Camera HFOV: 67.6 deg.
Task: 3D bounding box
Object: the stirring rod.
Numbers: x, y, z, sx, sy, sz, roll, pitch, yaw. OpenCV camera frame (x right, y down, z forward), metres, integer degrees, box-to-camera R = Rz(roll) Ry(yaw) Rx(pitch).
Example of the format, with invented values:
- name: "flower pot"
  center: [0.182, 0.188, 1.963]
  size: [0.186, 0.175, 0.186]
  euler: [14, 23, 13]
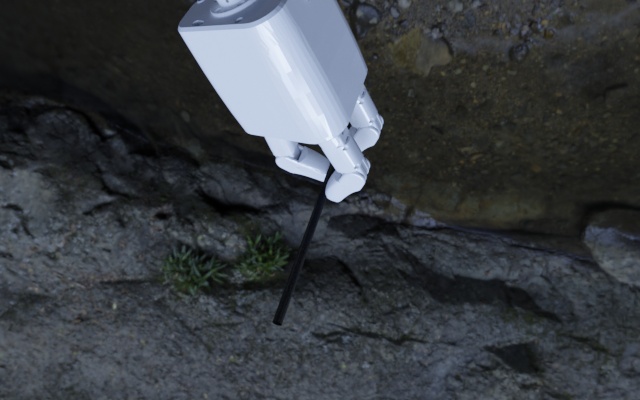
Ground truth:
- name: "stirring rod"
  center: [0.000, 0.001, 0.439]
  size: [0.011, 0.239, 0.011]
  euler: [14, -33, 9]
